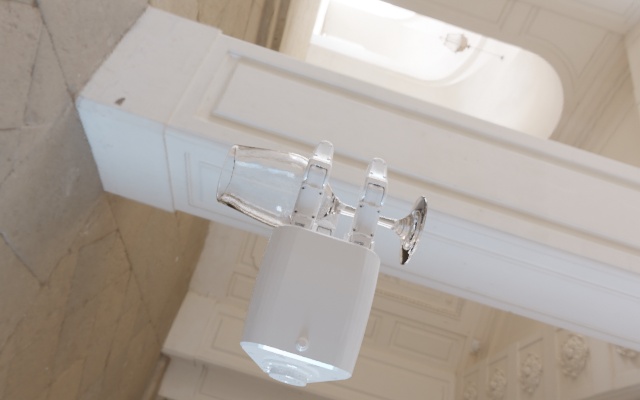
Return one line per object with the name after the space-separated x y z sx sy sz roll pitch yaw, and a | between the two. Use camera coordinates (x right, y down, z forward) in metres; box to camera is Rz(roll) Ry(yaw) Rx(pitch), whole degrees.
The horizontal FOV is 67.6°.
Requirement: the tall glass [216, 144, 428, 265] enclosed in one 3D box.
0.001 0.002 0.486 0.201 0.079 0.079 17 -1 -2 | tall glass
